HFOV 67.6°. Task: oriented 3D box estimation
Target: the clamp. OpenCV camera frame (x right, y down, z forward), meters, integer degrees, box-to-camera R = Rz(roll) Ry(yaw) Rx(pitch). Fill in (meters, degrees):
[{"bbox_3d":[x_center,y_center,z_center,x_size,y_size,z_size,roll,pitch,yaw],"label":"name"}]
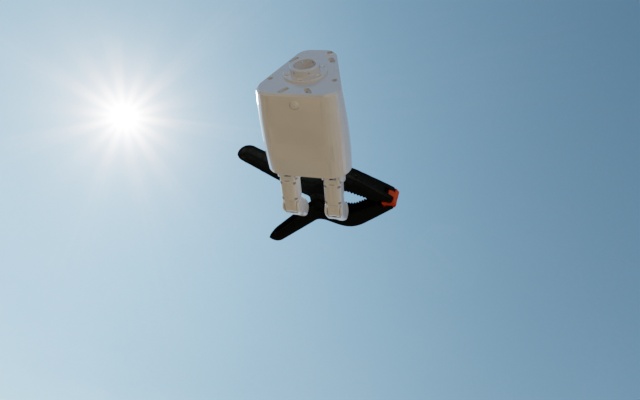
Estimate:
[{"bbox_3d":[0.001,0.001,0.649,0.210,0.165,0.036,6,43,16],"label":"clamp"}]
